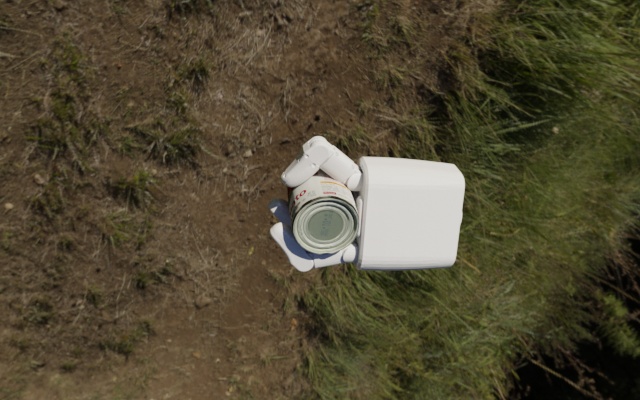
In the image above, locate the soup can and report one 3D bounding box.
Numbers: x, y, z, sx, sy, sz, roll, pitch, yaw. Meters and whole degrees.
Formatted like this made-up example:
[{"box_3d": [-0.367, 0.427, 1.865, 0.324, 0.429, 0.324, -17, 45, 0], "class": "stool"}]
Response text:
[{"box_3d": [0.000, 0.002, 0.502, 0.068, 0.068, 0.102, 0, 29, -7], "class": "soup can"}]
